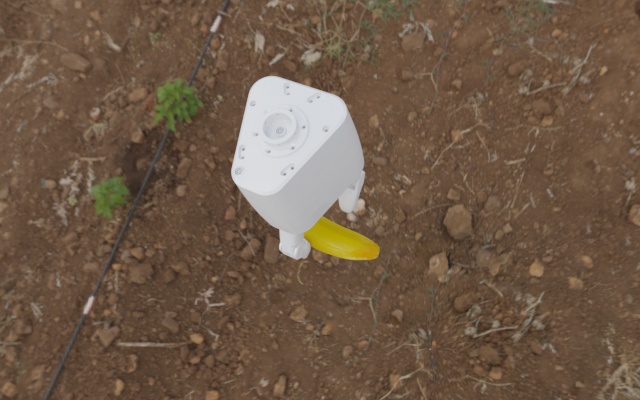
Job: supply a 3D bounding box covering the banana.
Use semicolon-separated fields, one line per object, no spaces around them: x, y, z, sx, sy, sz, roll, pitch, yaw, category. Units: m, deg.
-0.016;0.011;0.574;0.069;0.197;0.037;-39;-23;-7;banana
